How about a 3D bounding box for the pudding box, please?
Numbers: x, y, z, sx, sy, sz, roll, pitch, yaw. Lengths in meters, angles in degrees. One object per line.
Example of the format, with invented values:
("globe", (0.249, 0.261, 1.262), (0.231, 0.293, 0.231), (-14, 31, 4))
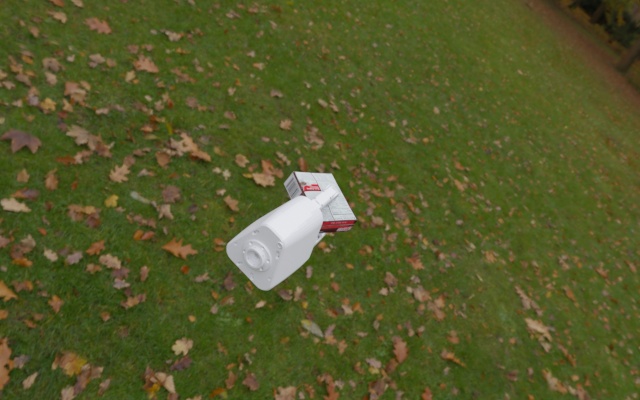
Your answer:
("pudding box", (0.000, 0.003, 0.820), (0.090, 0.113, 0.039), (1, -38, -40))
